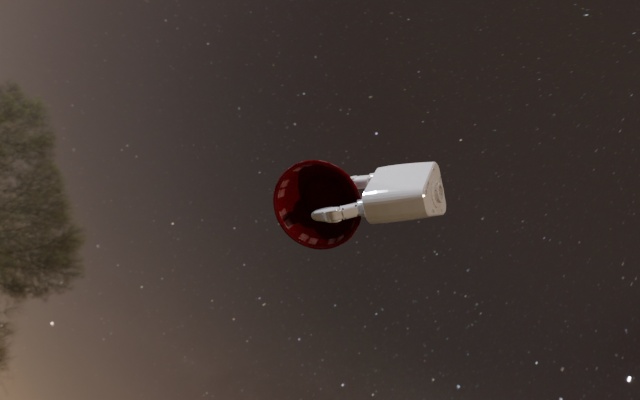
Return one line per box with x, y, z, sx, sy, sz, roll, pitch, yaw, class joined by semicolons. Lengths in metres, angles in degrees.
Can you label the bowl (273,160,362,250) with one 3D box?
-0.001;0.003;0.850;0.162;0.162;0.055;0;16;17;bowl
